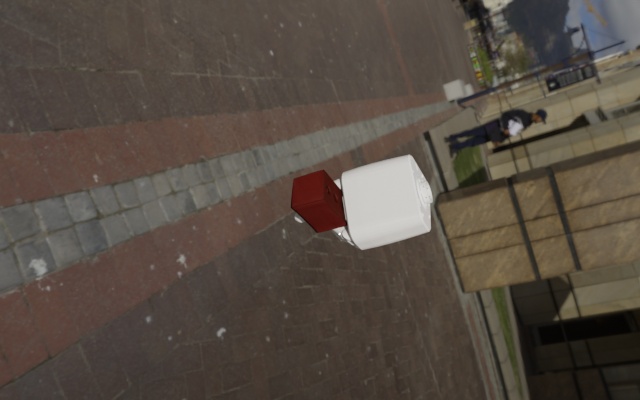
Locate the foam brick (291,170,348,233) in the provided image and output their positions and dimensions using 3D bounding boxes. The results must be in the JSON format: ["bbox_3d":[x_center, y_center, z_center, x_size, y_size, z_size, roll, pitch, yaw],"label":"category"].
[{"bbox_3d":[0.000,0.002,0.682,0.051,0.053,0.078,-16,-37,24],"label":"foam brick"}]
